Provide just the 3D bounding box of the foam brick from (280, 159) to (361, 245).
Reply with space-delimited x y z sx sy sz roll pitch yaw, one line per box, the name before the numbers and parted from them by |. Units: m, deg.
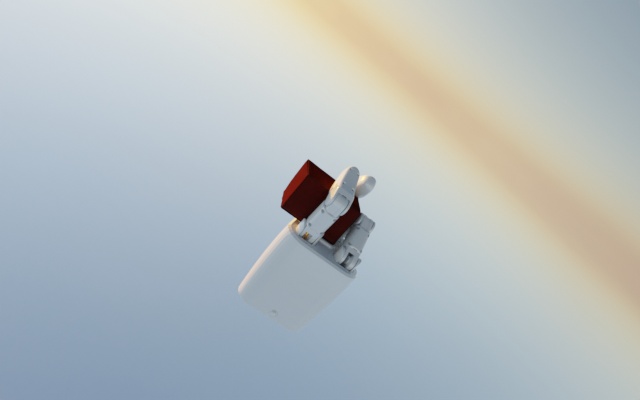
foam brick | 0.000 0.002 0.545 0.078 0.051 0.053 37 19 -14
